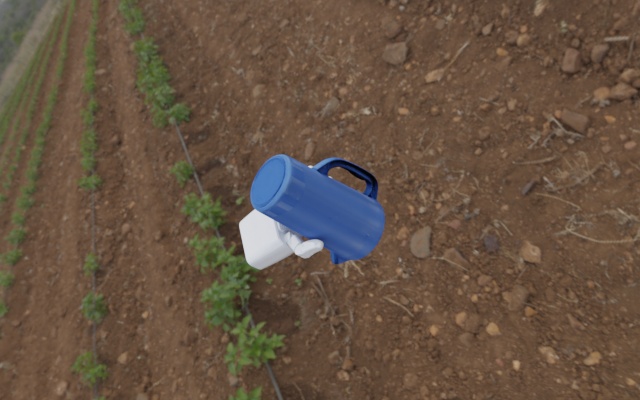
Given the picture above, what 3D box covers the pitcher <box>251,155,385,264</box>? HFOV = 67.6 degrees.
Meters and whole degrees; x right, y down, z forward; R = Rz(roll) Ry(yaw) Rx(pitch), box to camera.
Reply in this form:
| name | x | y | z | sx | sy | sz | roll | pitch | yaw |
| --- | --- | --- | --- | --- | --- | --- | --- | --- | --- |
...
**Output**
| name | x | y | z | sx | sy | sz | roll | pitch | yaw |
| --- | --- | --- | --- | --- | --- | --- | --- | --- | --- |
| pitcher | 0.000 | 0.003 | 0.882 | 0.145 | 0.149 | 0.243 | -32 | -44 | 34 |
